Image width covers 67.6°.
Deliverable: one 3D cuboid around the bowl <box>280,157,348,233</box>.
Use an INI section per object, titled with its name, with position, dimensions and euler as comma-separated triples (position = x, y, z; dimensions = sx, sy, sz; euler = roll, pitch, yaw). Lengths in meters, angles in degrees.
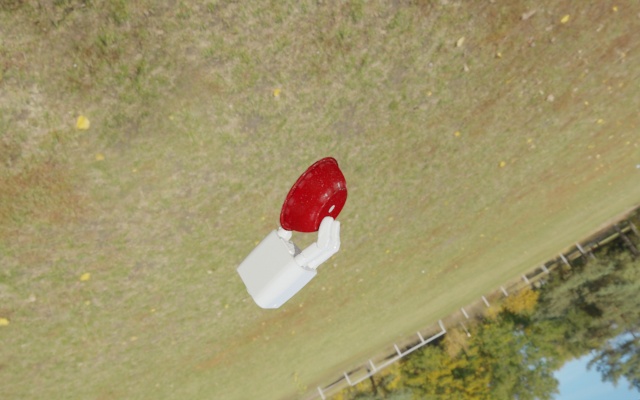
[bowl]
position = 0.001, 0.002, 0.869
dimensions = 0.055, 0.162, 0.162
euler = 35, 15, 23
